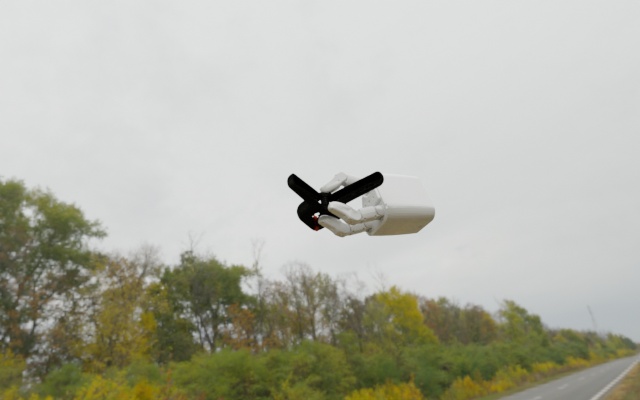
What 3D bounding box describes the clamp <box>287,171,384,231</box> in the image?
[{"bbox_3d":[0.000,0.002,0.861,0.164,0.036,0.210,2,-26,-20],"label":"clamp"}]
